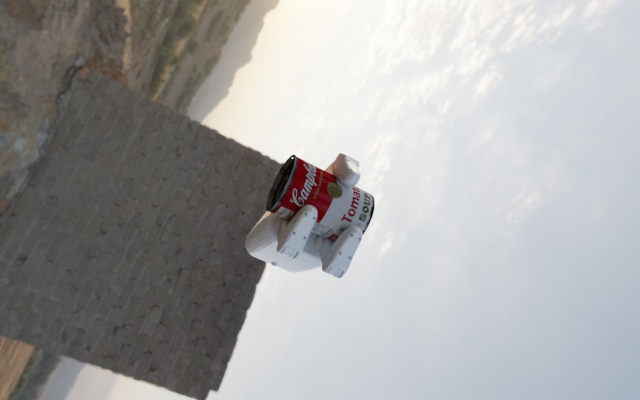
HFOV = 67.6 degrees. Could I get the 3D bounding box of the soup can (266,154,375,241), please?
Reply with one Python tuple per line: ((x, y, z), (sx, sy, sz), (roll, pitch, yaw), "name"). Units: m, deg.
((0.001, 0.002, 0.528), (0.102, 0.068, 0.068), (26, -8, -17), "soup can")
